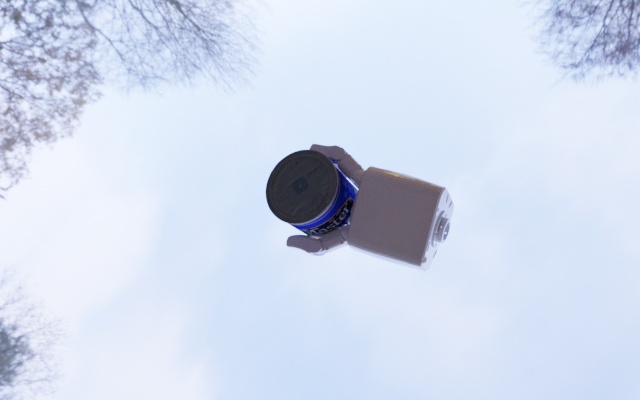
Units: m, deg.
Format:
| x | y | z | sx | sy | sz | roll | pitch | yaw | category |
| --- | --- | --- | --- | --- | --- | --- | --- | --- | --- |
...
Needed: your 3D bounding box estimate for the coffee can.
| x | y | z | sx | sy | sz | roll | pitch | yaw | category |
| --- | --- | --- | --- | --- | --- | --- | --- | --- | --- |
| 0.000 | 0.002 | 0.679 | 0.103 | 0.102 | 0.140 | 0 | -18 | 24 | coffee can |
